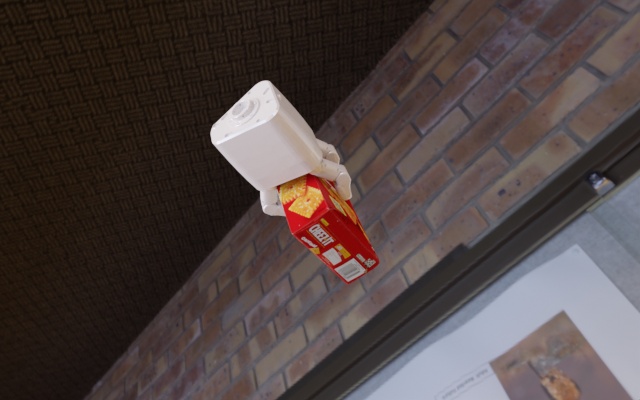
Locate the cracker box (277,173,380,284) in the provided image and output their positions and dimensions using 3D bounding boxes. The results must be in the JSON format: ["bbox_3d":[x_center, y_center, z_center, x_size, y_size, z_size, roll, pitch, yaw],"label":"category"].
[{"bbox_3d":[0.000,0.003,0.750,0.072,0.213,0.164,-33,-47,11],"label":"cracker box"}]
